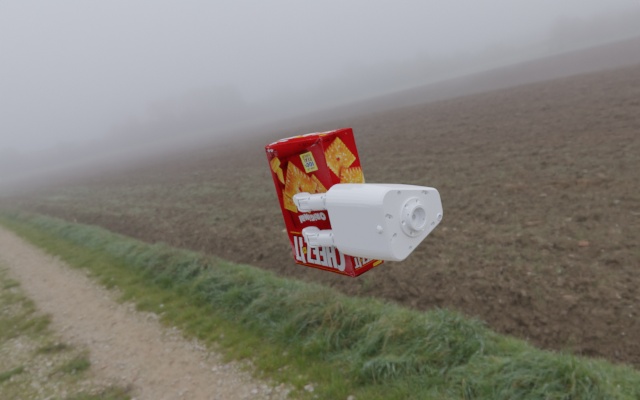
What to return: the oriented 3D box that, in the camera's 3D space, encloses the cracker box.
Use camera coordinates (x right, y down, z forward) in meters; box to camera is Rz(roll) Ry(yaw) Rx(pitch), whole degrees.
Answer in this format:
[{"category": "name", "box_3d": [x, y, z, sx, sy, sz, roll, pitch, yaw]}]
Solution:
[{"category": "cracker box", "box_3d": [0.000, 0.002, 0.754, 0.072, 0.214, 0.164, -21, 14, -33]}]
